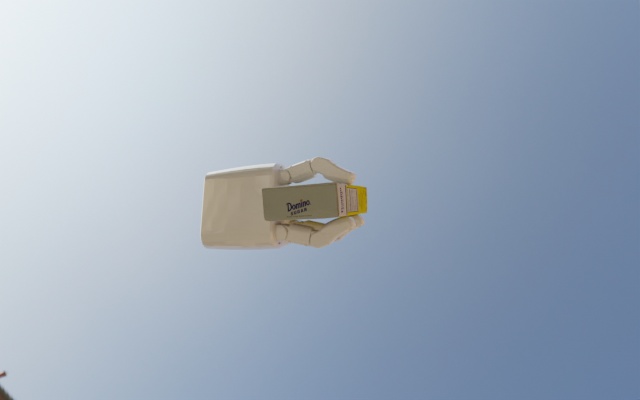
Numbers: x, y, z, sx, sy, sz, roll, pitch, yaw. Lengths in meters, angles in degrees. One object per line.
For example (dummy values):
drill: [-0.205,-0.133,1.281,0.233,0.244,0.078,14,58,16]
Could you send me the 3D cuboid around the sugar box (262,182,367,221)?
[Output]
sugar box: [0.000,0.003,0.621,0.093,0.048,0.176,-4,1,17]
